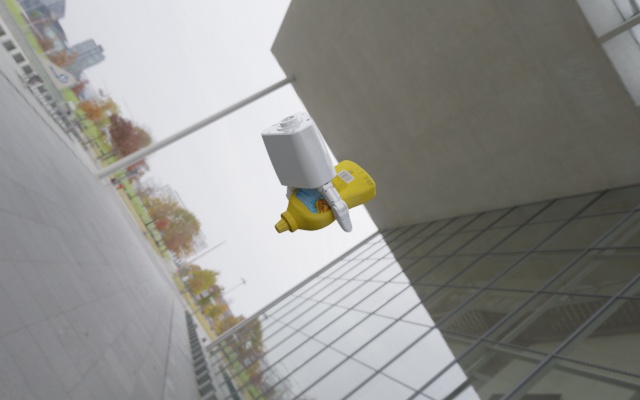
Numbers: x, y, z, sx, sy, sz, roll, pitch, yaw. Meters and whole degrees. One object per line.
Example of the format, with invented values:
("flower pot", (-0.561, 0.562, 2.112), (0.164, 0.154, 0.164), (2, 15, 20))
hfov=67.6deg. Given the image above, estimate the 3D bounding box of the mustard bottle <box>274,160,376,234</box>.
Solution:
("mustard bottle", (0.000, 0.003, 0.867), (0.191, 0.058, 0.096), (-32, 51, -18))
